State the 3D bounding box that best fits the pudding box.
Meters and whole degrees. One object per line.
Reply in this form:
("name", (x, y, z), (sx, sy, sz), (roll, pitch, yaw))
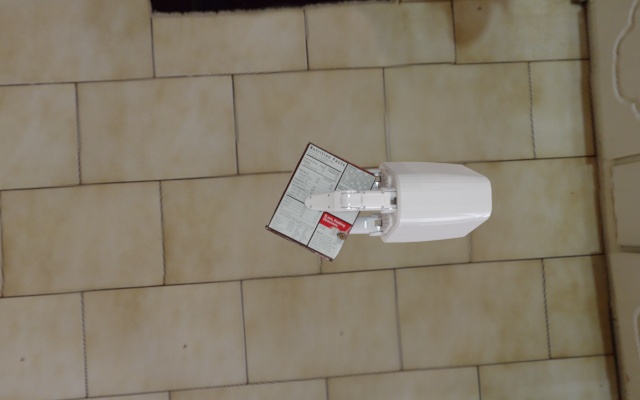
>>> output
("pudding box", (0.000, 0.002, 0.551), (0.090, 0.113, 0.039), (27, -5, -4))
